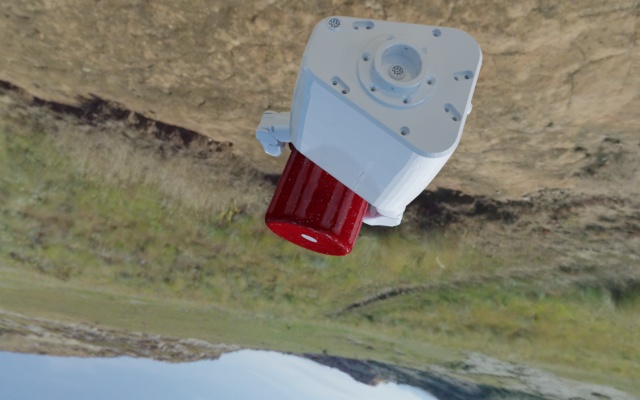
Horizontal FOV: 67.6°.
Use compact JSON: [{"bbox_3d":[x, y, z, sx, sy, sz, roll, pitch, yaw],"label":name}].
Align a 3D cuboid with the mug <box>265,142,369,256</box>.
[{"bbox_3d":[0.000,0.002,0.437,0.093,0.081,0.117,20,-18,1],"label":"mug"}]
